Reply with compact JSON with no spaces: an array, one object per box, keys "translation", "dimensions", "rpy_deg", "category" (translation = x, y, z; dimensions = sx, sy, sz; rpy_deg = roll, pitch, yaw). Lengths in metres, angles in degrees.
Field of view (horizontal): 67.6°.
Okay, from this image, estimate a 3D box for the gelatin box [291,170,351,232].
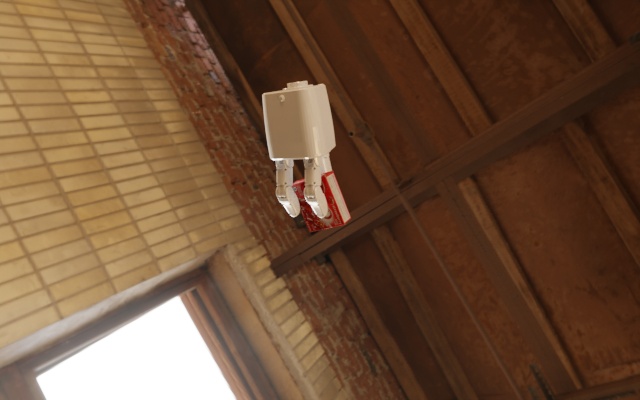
[{"translation":[0.000,0.003,0.790],"dimensions":[0.073,0.089,0.030],"rpy_deg":[-15,13,34],"category":"gelatin box"}]
